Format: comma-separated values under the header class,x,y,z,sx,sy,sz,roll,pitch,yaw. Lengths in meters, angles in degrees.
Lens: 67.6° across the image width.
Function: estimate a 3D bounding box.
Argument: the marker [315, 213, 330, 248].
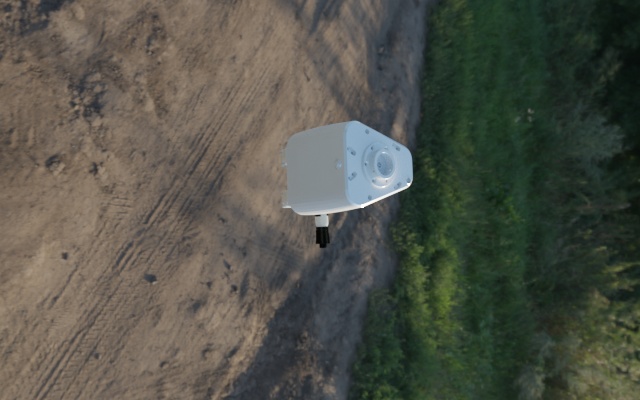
class,x,y,z,sx,sy,sz,roll,pitch,yaw
marker,0.000,0.002,0.629,0.020,0.121,0.020,-3,-2,0
